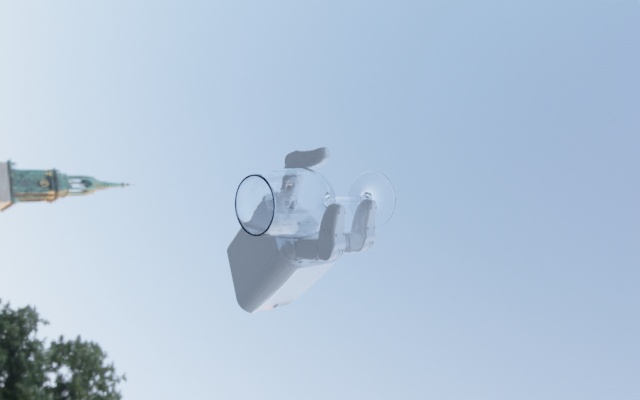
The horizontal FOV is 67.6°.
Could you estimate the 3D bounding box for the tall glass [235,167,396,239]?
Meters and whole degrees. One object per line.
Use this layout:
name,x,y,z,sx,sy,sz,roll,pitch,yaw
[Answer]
tall glass,0.001,0.002,0.547,0.079,0.079,0.201,0,1,42
